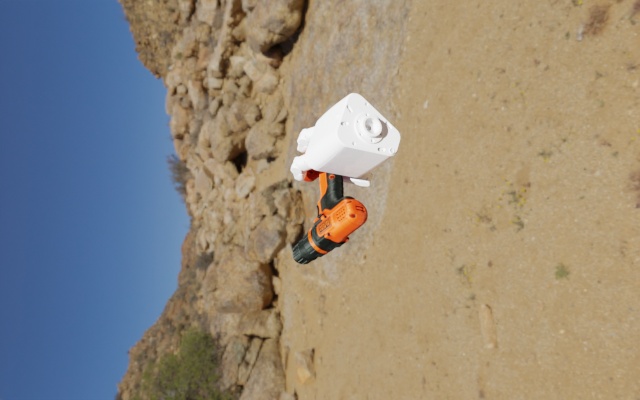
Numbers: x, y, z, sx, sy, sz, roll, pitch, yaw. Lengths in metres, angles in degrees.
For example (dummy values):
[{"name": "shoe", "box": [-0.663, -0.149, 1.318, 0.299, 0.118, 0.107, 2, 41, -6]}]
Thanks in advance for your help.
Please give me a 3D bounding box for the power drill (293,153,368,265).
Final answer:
[{"name": "power drill", "box": [0.000, 0.002, 0.849, 0.057, 0.187, 0.184, 13, -38, -37]}]
